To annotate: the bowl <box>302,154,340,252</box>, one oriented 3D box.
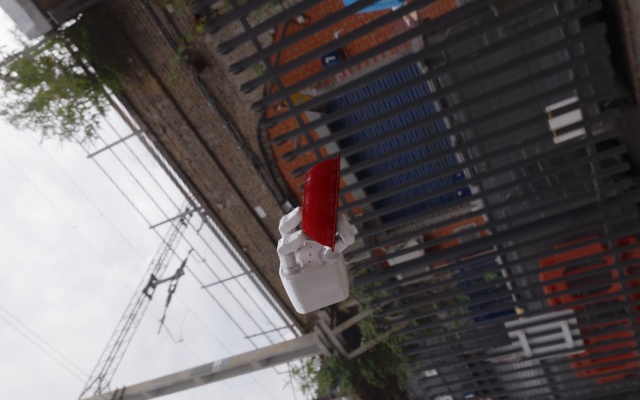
[{"bbox_3d":[0.000,0.001,0.783,0.055,0.162,0.162,4,0,0],"label":"bowl"}]
